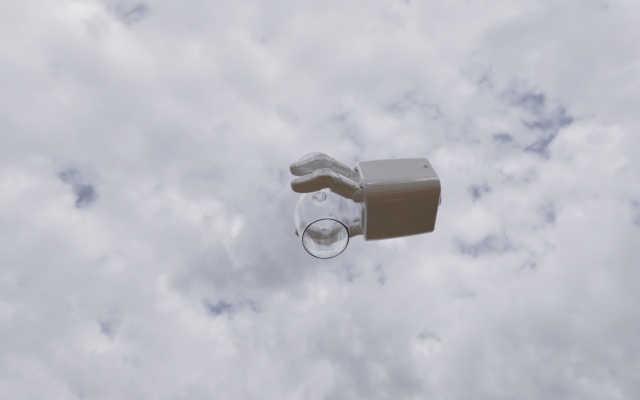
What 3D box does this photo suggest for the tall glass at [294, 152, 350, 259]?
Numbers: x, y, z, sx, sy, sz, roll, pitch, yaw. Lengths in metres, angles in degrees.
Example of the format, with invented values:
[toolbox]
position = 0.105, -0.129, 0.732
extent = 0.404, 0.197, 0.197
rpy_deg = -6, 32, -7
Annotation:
[tall glass]
position = 0.000, 0.002, 0.696
extent = 0.079, 0.079, 0.201
rpy_deg = 0, 28, -4
